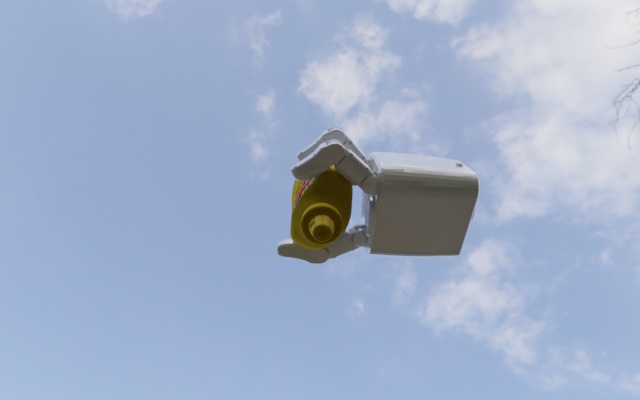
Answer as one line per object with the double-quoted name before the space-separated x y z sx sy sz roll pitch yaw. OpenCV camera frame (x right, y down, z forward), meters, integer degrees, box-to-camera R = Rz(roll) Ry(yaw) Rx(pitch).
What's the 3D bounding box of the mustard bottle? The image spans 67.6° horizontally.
"mustard bottle" 0.000 0.002 0.534 0.058 0.096 0.191 27 15 -10
